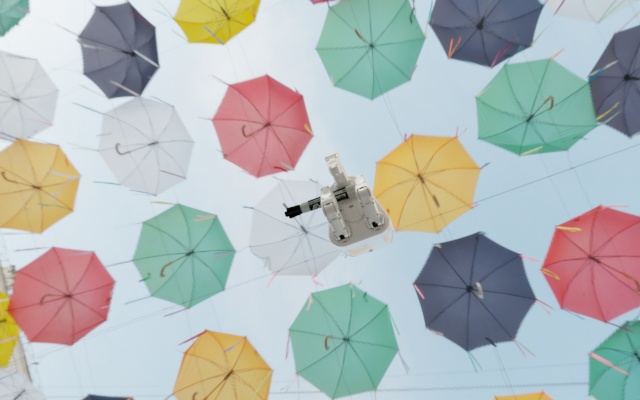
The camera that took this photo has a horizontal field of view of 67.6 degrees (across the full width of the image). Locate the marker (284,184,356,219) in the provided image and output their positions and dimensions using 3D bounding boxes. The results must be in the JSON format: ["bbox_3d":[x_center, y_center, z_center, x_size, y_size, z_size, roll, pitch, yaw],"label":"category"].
[{"bbox_3d":[0.000,0.002,0.753,0.121,0.020,0.020,-20,-3,8],"label":"marker"}]
